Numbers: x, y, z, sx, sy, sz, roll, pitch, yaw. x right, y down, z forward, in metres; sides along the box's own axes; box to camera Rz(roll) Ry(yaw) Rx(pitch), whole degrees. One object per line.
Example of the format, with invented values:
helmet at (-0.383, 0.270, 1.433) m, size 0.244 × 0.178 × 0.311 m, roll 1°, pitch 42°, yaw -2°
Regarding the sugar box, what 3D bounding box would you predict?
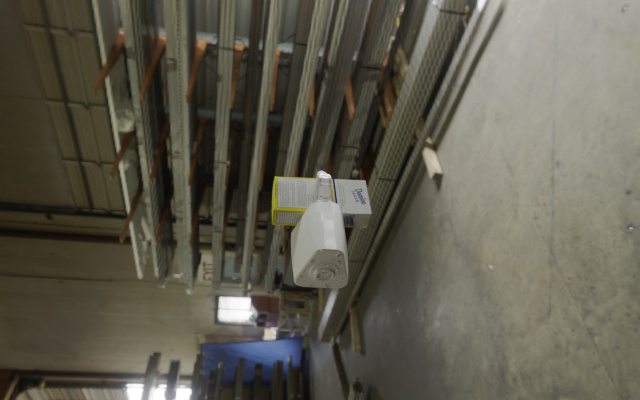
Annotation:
sugar box at (0.000, 0.003, 0.880) m, size 0.176 × 0.093 × 0.048 m, roll 5°, pitch -45°, yaw -9°
